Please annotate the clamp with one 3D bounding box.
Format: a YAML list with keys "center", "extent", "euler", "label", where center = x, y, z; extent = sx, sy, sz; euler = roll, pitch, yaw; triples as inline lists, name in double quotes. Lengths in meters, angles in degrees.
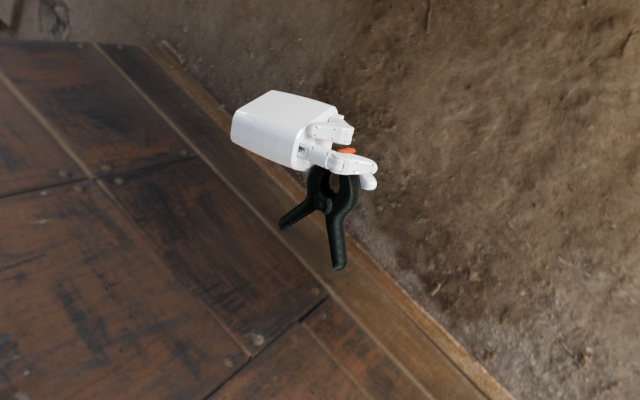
- center: [0.000, 0.002, 0.657]
  extent: [0.120, 0.171, 0.039]
  euler: [22, 24, 22]
  label: "clamp"
